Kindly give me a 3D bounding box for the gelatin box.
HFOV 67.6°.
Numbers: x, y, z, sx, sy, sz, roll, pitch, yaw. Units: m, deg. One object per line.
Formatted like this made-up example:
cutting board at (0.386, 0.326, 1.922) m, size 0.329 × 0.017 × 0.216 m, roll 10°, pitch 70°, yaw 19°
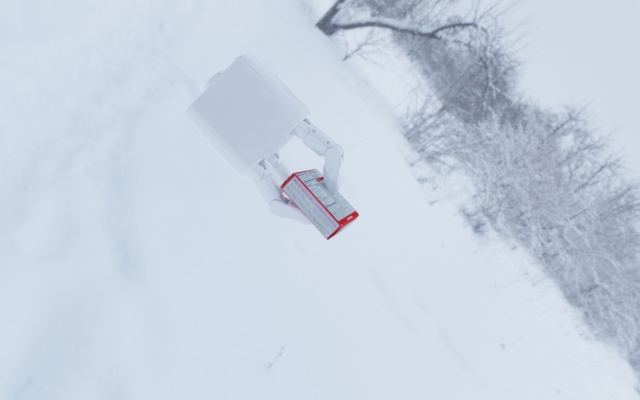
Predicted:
gelatin box at (0.001, 0.002, 0.597) m, size 0.030 × 0.089 × 0.073 m, roll -46°, pitch -9°, yaw 21°
